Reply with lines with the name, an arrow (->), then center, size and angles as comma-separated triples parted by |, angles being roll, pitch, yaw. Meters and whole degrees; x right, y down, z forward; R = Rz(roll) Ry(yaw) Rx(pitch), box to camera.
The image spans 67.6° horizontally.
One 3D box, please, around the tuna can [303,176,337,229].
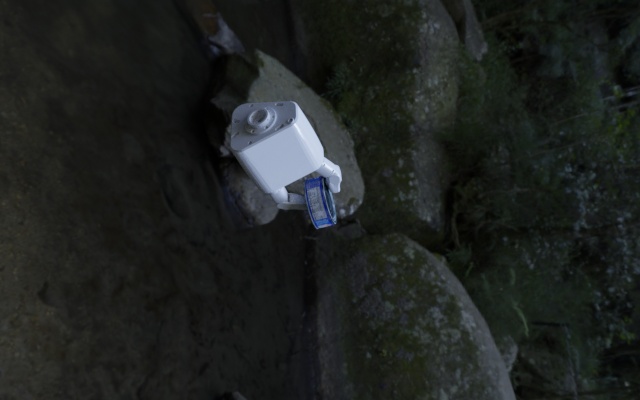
tuna can -> 0.001, 0.003, 0.798 | 0.034, 0.086, 0.086 | -14, -2, 10
